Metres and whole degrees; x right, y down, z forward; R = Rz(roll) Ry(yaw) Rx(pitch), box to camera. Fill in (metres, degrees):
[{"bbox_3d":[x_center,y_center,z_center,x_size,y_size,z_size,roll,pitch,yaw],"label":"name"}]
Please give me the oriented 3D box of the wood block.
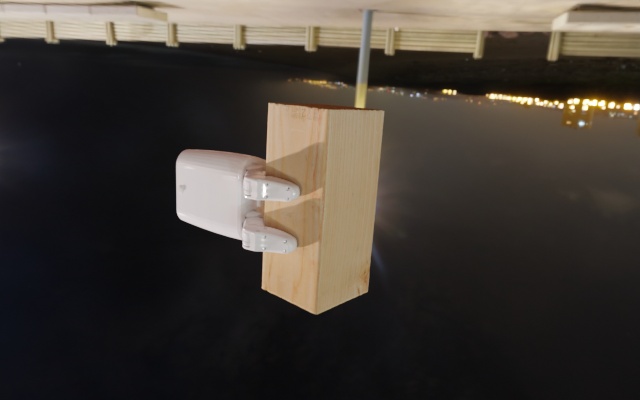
[{"bbox_3d":[0.000,0.002,0.520,0.090,0.206,0.091,15,18,40],"label":"wood block"}]
